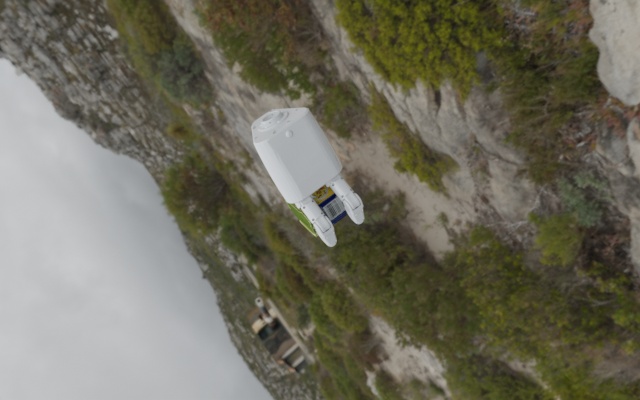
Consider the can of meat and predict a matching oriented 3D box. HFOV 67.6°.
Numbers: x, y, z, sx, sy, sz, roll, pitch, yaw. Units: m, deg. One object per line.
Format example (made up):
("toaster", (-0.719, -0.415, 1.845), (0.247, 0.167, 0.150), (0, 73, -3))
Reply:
("can of meat", (0.000, 0.003, 0.761), (0.084, 0.057, 0.102), (-36, 31, -10))
